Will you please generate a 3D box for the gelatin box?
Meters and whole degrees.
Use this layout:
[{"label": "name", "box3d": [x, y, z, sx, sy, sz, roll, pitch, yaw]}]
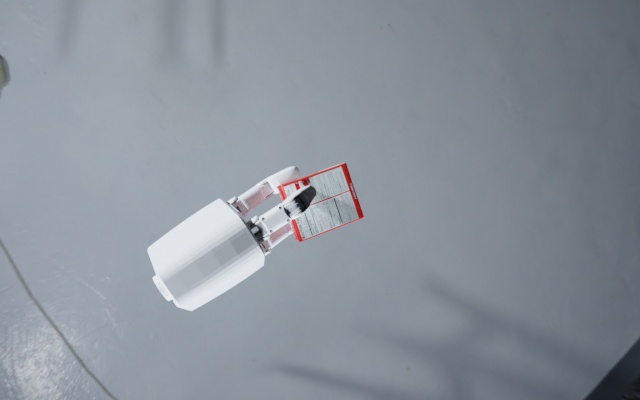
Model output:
[{"label": "gelatin box", "box3d": [0.001, 0.002, 0.590, 0.089, 0.073, 0.030, -20, 4, -12]}]
